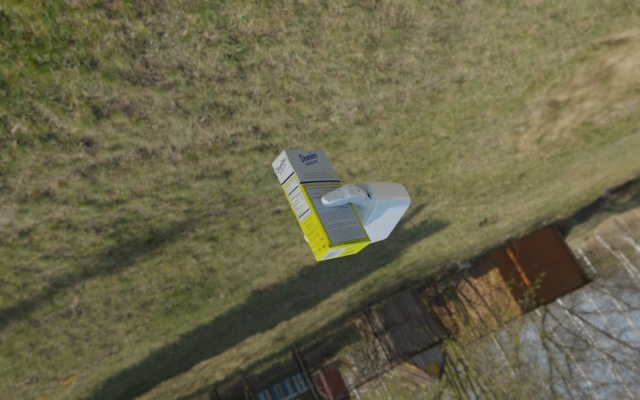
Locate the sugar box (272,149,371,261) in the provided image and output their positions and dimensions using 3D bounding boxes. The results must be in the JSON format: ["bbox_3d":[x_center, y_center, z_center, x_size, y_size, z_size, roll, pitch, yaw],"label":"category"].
[{"bbox_3d":[0.000,0.003,0.745,0.093,0.176,0.048,-4,-32,-45],"label":"sugar box"}]
